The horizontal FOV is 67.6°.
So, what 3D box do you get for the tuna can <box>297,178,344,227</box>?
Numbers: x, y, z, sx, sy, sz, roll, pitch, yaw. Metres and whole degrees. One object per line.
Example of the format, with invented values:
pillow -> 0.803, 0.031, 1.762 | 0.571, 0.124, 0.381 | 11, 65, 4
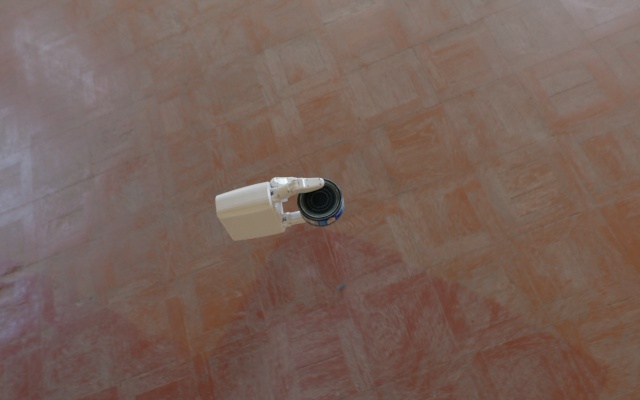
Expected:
tuna can -> 0.000, 0.003, 0.883 | 0.086, 0.086, 0.034 | 0, -23, 8
